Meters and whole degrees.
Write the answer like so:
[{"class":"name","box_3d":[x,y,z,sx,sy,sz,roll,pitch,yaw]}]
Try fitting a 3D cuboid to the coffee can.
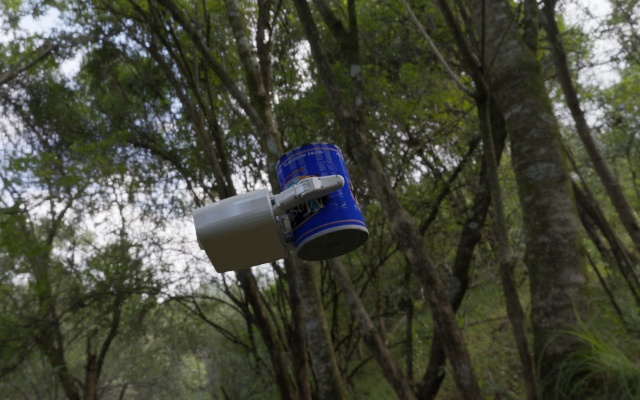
[{"class":"coffee can","box_3d":[0.000,0.002,0.685,0.103,0.140,0.103,-13,-25,-6]}]
